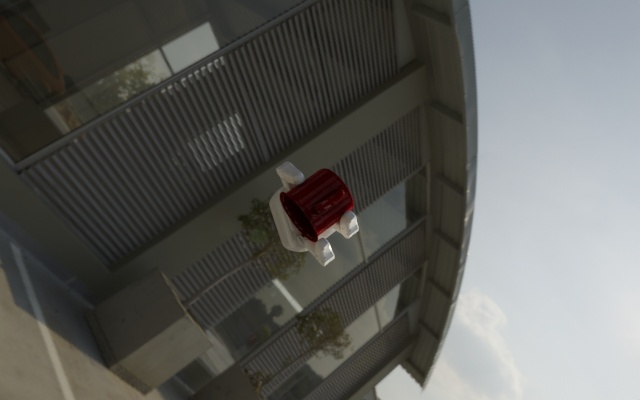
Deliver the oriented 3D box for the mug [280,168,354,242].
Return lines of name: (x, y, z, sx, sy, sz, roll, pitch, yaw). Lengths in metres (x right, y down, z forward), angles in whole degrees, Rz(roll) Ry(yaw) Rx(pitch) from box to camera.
mug: (0.001, 0.002, 0.725, 0.081, 0.093, 0.117, -36, 5, -18)
